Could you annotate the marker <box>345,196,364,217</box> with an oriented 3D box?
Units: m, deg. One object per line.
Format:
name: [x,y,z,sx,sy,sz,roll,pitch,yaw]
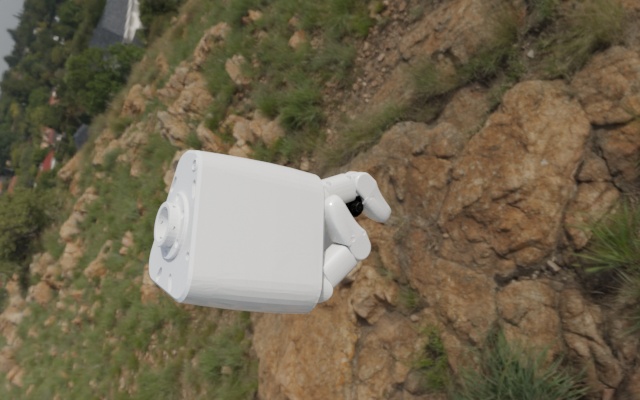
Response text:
marker: [0.000,0.002,0.468,0.020,0.020,0.121,0,4,-35]
